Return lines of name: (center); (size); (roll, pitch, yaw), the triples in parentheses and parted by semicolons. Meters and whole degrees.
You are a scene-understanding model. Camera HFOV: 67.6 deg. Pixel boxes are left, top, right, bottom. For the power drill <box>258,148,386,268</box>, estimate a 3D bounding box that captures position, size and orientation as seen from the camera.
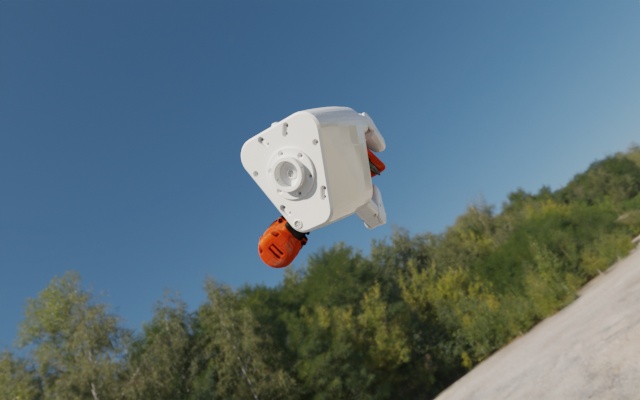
power drill: (0.000, 0.002, 0.630); (0.057, 0.187, 0.184); (42, 6, -4)
